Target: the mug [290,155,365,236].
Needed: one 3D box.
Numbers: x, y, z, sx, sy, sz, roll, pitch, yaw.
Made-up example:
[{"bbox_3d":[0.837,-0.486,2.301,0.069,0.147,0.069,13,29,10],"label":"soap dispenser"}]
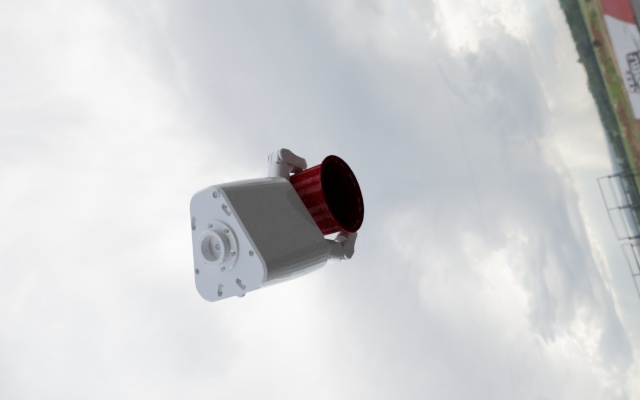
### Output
[{"bbox_3d":[0.001,0.002,0.577,0.081,0.093,0.117,-18,-6,31],"label":"mug"}]
